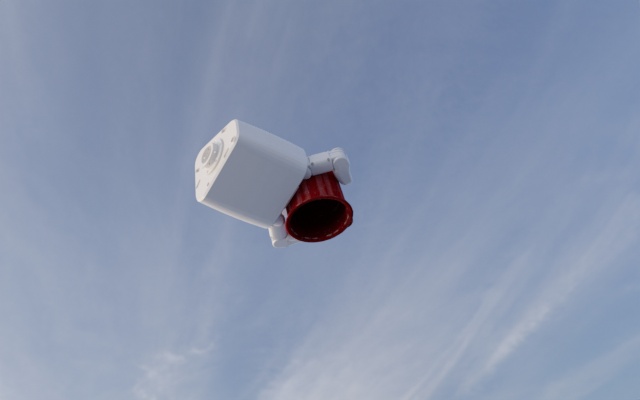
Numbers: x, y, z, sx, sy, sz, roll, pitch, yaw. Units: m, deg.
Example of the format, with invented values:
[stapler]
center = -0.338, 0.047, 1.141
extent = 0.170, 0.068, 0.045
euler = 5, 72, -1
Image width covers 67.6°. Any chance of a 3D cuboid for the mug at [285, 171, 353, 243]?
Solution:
[mug]
center = 0.001, 0.002, 0.673
extent = 0.117, 0.081, 0.093
euler = 22, -54, -34
